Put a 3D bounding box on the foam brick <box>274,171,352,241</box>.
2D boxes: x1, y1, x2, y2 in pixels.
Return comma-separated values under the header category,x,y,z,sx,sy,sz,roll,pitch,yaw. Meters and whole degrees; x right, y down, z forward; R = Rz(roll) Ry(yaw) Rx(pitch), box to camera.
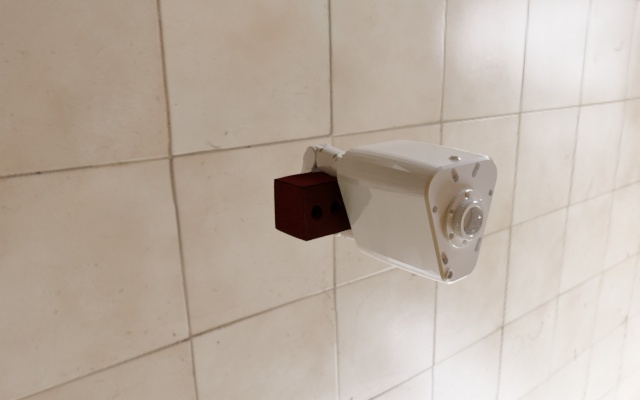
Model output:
category,x,y,z,sx,sy,sz,roll,pitch,yaw
foam brick,0.000,0.002,0.467,0.078,0.053,0.051,-13,20,-34
